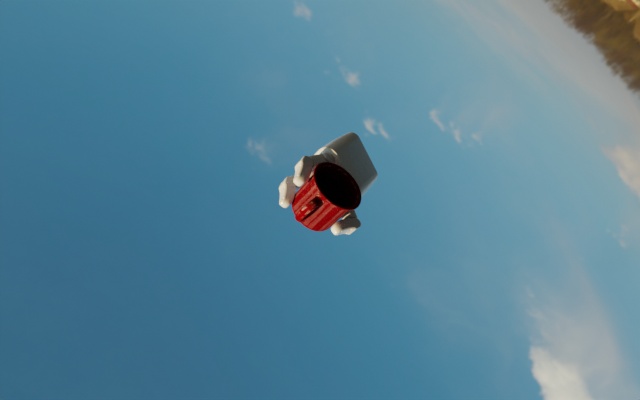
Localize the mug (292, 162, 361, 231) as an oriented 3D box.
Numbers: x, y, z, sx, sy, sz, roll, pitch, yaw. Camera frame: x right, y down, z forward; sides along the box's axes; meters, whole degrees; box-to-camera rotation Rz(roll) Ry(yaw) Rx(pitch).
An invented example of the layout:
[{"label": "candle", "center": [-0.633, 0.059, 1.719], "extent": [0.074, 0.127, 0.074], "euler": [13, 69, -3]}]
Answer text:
[{"label": "mug", "center": [-0.001, 0.003, 0.772], "extent": [0.081, 0.093, 0.117], "euler": [-45, -4, 39]}]
